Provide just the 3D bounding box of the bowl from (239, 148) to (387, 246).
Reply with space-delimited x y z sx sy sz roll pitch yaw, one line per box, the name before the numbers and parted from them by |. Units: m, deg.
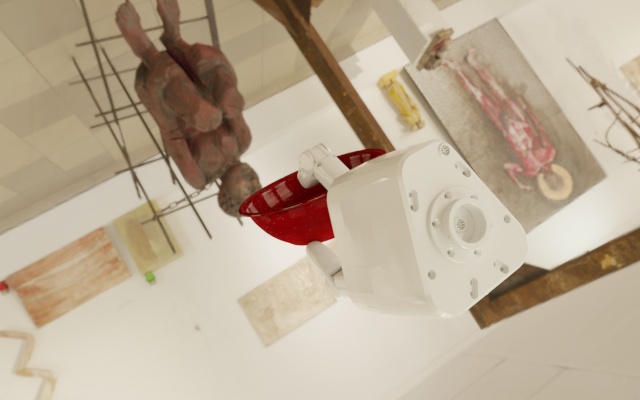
bowl | 0.000 0.002 0.496 0.162 0.055 0.162 -20 15 6
